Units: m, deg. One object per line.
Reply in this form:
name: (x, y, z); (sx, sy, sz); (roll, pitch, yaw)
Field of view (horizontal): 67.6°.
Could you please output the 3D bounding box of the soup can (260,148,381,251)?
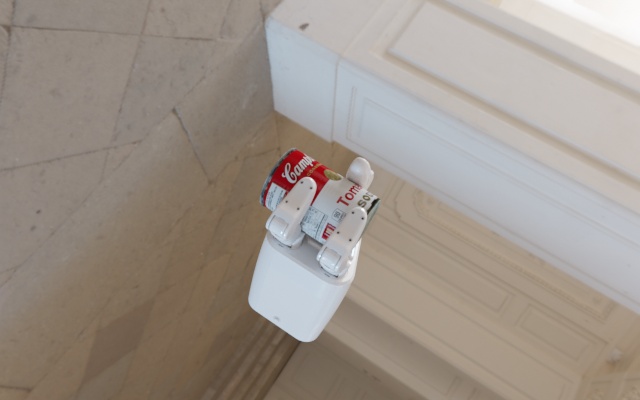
soup can: (0.001, 0.001, 0.478); (0.102, 0.068, 0.068); (31, 7, 12)
